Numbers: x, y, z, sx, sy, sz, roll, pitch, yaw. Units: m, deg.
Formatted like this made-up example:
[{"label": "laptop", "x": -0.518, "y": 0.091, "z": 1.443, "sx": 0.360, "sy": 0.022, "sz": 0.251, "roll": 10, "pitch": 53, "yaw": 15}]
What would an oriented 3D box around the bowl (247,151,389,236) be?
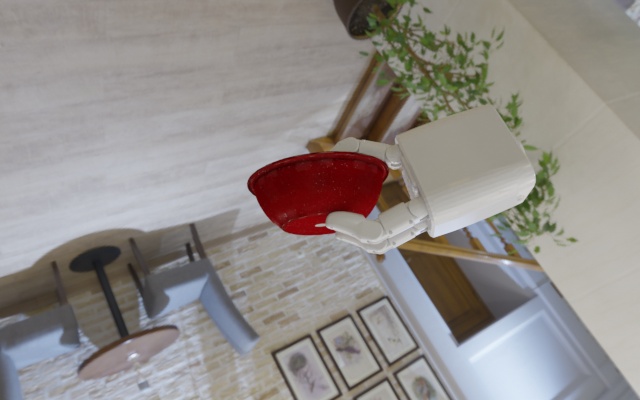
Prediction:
[{"label": "bowl", "x": -0.001, "y": 0.002, "z": 0.535, "sx": 0.162, "sy": 0.055, "sz": 0.162, "roll": -5, "pitch": -17, "yaw": -2}]
